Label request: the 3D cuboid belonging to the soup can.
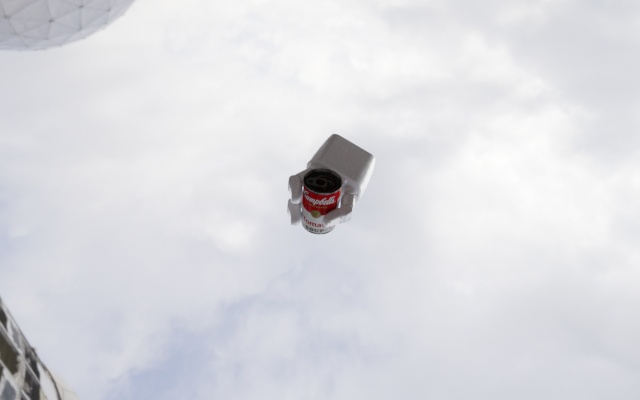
[{"bbox_3d":[0.000,0.003,0.853,0.068,0.102,0.068,3,43,-3],"label":"soup can"}]
